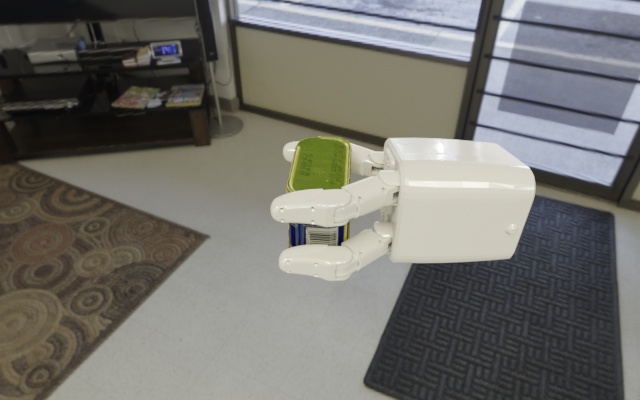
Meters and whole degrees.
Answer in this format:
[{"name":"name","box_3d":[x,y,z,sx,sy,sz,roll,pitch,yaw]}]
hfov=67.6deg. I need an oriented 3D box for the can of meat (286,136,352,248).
[{"name":"can of meat","box_3d":[0.000,0.001,0.433,0.057,0.084,0.102,3,38,3]}]
